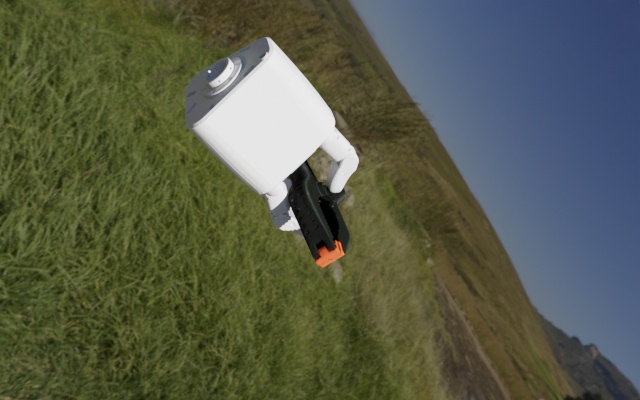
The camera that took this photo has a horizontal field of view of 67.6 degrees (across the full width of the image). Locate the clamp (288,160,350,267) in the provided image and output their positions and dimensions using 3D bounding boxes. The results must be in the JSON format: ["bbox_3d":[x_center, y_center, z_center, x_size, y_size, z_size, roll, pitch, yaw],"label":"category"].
[{"bbox_3d":[0.001,0.002,0.563,0.036,0.209,0.165,-34,-48,15],"label":"clamp"}]
